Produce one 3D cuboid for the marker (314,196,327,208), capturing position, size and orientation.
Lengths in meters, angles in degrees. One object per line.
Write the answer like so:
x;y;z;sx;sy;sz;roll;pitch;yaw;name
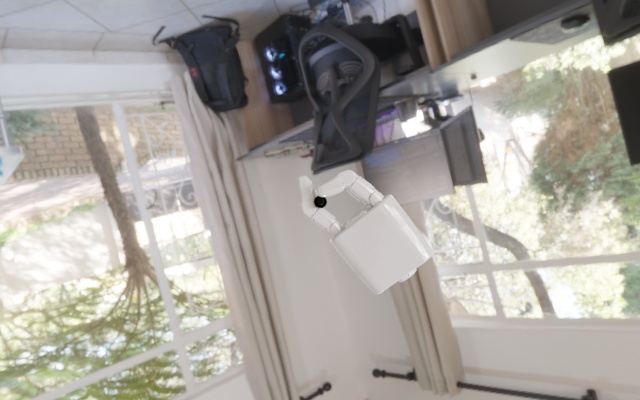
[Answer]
0.000;0.002;0.736;0.020;0.020;0.121;0;-1;0;marker
